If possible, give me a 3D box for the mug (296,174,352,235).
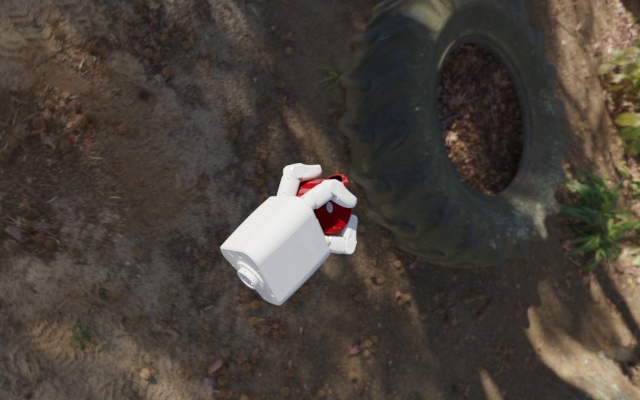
[{"bbox_3d":[0.001,0.001,0.725,0.117,0.093,0.081,-47,25,-27],"label":"mug"}]
